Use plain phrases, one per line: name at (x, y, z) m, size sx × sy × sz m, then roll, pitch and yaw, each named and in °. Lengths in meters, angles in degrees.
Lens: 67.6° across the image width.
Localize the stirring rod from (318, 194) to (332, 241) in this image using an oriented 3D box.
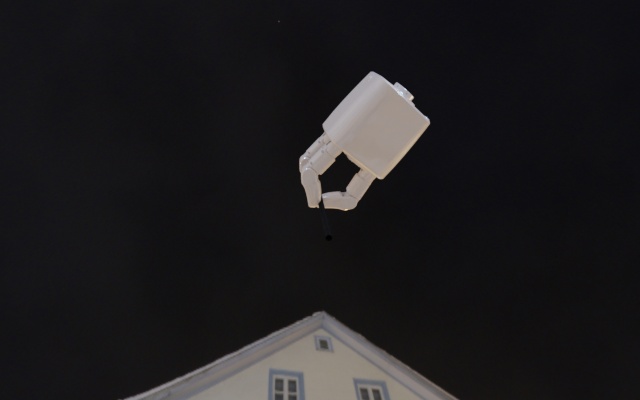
stirring rod at (0.000, 0.002, 0.674) m, size 0.011 × 0.011 × 0.239 m, roll 0°, pitch 20°, yaw -5°
